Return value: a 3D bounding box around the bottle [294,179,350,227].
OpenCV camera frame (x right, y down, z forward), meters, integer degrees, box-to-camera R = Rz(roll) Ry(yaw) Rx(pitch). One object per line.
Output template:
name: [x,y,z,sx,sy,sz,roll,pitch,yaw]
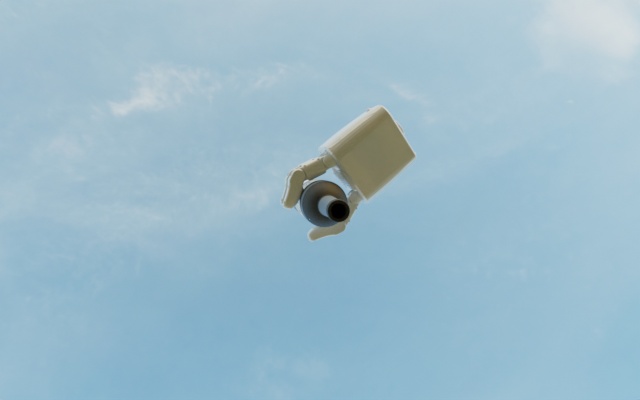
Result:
bottle: [0.000,0.002,0.711,0.069,0.069,0.295,0,4,-9]
